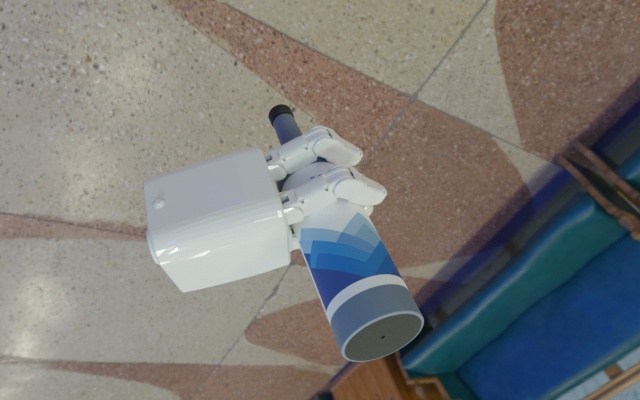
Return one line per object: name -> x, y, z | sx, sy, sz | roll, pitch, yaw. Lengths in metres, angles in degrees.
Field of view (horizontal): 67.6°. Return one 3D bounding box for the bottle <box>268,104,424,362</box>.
bottle -> 0.000, 0.002, 0.449 | 0.069, 0.069, 0.295 | 0, 43, -26
